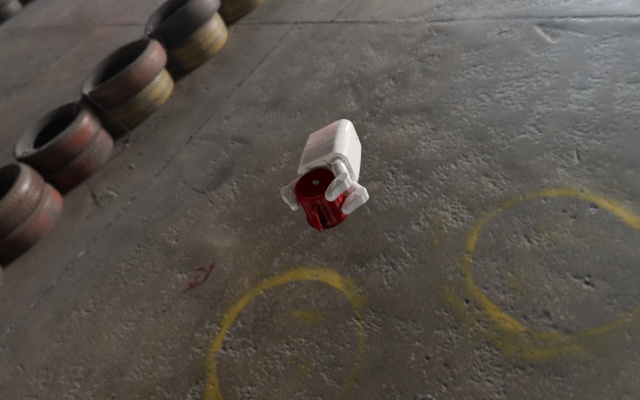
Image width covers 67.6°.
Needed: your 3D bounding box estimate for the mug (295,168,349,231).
[{"bbox_3d":[0.000,0.004,0.893,0.093,0.117,0.082,-7,-44,22],"label":"mug"}]
